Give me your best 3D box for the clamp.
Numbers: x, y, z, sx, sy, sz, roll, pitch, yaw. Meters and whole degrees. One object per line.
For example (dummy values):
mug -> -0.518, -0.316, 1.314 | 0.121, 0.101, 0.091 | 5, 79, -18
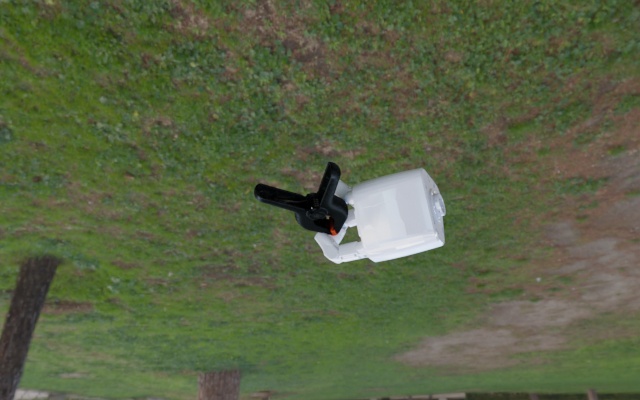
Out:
clamp -> 0.000, 0.003, 0.678 | 0.120, 0.039, 0.171 | -16, -29, 25
